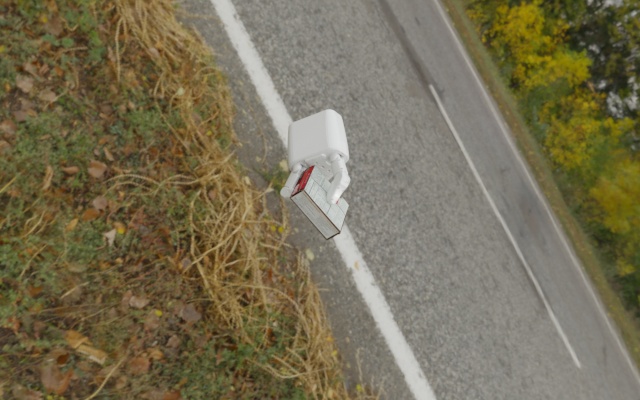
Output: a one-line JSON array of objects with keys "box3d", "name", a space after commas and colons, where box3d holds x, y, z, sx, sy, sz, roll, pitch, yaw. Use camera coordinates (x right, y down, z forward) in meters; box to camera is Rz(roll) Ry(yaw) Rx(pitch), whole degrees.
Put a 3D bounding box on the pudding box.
[{"box3d": [0.000, 0.003, 0.881, 0.039, 0.113, 0.090, -30, 21, 31], "name": "pudding box"}]
